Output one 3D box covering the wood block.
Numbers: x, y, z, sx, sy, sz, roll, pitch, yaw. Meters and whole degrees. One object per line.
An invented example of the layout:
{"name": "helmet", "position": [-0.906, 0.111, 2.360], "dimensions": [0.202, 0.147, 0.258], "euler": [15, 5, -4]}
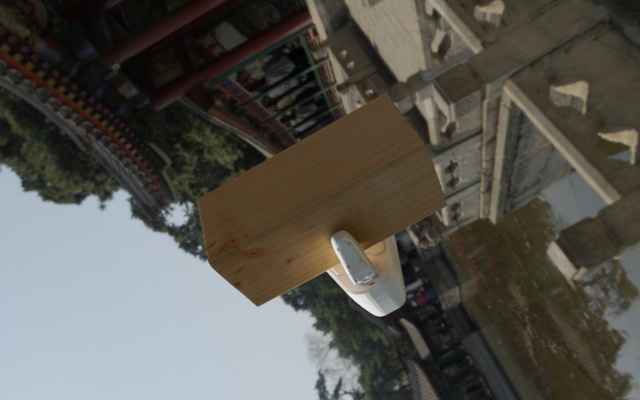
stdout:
{"name": "wood block", "position": [0.000, 0.002, 0.453], "dimensions": [0.206, 0.090, 0.090], "euler": [-29, -44, 5]}
